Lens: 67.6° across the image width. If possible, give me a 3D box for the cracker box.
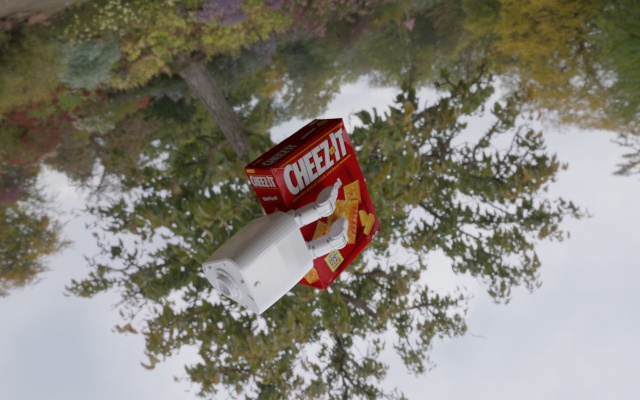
[{"bbox_3d":[0.000,0.003,0.741,0.072,0.214,0.164,5,36,45],"label":"cracker box"}]
